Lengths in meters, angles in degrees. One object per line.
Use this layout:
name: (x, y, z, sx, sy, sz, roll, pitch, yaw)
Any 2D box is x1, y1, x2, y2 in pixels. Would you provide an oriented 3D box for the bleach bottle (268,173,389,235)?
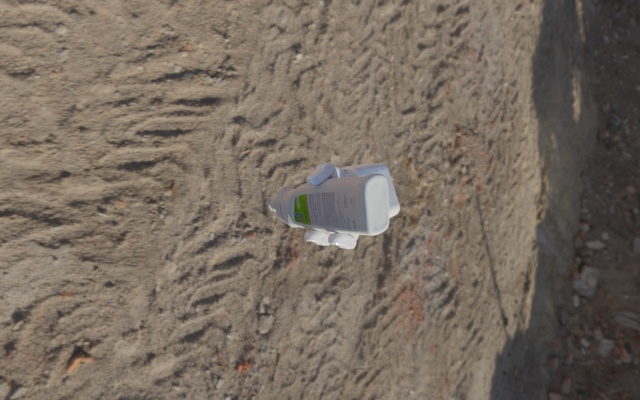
bleach bottle: (0.000, 0.003, 0.845, 0.251, 0.102, 0.068, 3, 13, 42)
